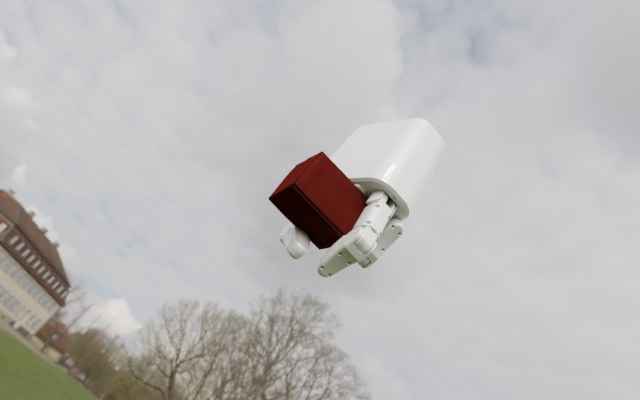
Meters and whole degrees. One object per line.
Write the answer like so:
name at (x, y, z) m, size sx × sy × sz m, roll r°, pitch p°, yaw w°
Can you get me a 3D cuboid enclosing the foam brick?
foam brick at (0.000, 0.001, 0.462) m, size 0.053 × 0.078 × 0.051 m, roll -21°, pitch 28°, yaw 54°
